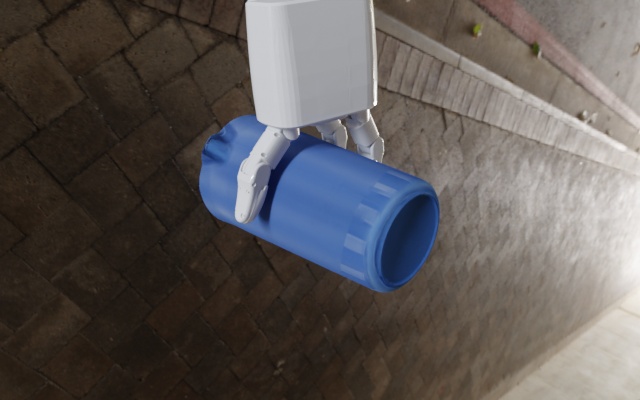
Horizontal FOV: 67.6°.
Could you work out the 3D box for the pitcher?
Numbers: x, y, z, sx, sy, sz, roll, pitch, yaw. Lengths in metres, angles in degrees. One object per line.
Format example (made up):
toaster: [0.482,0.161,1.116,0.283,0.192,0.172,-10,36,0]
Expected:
pitcher: [0.000,0.002,0.503,0.242,0.145,0.149,24,38,39]
